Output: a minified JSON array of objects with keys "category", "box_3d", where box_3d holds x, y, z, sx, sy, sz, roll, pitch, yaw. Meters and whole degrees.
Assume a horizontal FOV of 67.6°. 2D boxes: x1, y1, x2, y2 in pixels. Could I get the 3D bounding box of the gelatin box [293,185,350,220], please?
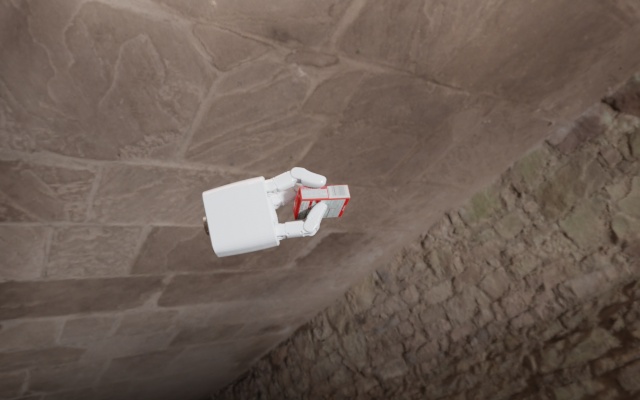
[{"category":"gelatin box","box_3d":[0.001,0.003,0.833,0.089,0.030,0.073,-3,-28,-12]}]
